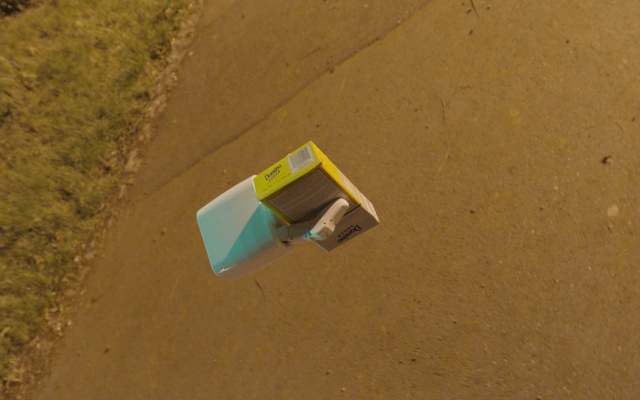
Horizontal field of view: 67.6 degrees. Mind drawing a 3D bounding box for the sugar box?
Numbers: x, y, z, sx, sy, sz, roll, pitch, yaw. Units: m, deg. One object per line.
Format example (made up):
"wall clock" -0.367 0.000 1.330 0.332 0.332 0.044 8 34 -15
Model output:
"sugar box" 0.000 0.002 0.642 0.093 0.048 0.176 -30 -37 14
